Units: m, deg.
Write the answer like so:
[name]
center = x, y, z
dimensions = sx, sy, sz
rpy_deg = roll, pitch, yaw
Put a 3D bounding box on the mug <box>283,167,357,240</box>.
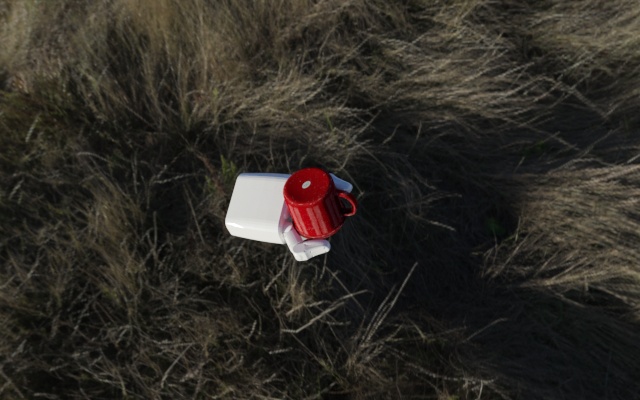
[mug]
center = 0.001, 0.002, 0.754
dimensions = 0.117, 0.093, 0.082
rpy_deg = 4, -37, 20
